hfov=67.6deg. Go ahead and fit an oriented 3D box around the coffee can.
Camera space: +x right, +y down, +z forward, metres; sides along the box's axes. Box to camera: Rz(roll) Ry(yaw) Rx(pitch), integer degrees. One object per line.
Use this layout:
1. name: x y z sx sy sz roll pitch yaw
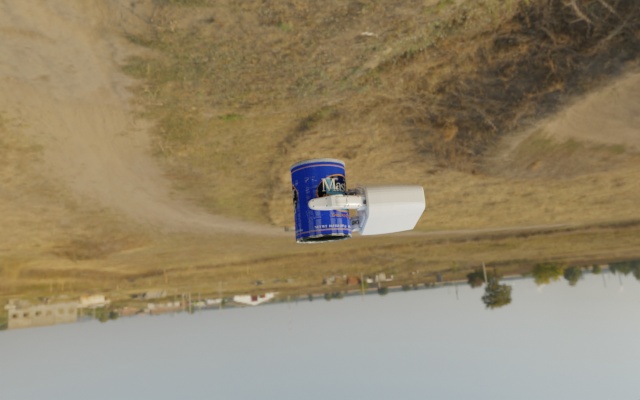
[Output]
1. coffee can: 0.000 0.003 0.880 0.103 0.140 0.103 -5 -11 -1
